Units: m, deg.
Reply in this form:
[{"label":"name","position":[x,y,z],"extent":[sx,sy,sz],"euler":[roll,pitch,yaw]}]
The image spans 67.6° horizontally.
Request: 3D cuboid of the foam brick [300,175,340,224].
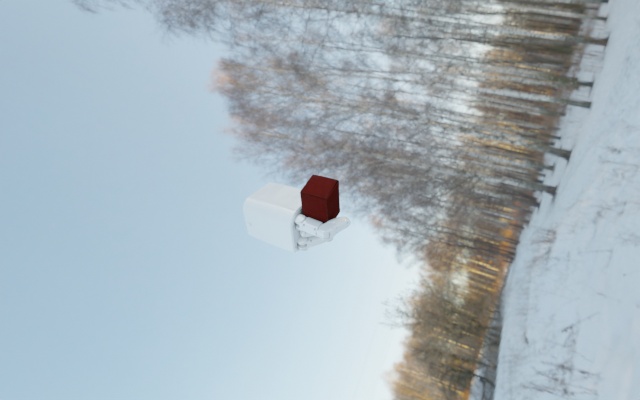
[{"label":"foam brick","position":[0.000,0.002,0.835],"extent":[0.051,0.078,0.053],"euler":[17,47,21]}]
